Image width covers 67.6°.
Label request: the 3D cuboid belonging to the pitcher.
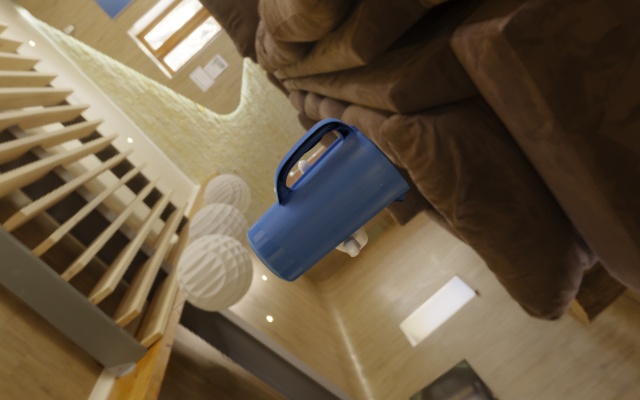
[{"bbox_3d":[0.000,0.002,0.734,0.243,0.149,0.145,-42,-18,3],"label":"pitcher"}]
